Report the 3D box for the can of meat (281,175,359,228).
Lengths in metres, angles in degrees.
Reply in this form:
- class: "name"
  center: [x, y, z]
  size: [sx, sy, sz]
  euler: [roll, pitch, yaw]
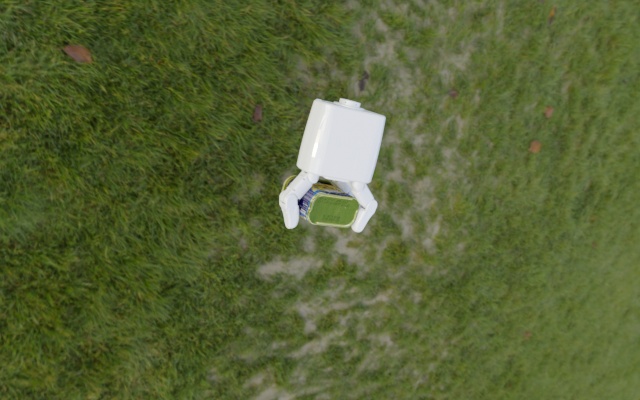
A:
- class: "can of meat"
  center: [0.000, 0.003, 0.768]
  size: [0.102, 0.057, 0.084]
  euler: [7, 15, -38]
